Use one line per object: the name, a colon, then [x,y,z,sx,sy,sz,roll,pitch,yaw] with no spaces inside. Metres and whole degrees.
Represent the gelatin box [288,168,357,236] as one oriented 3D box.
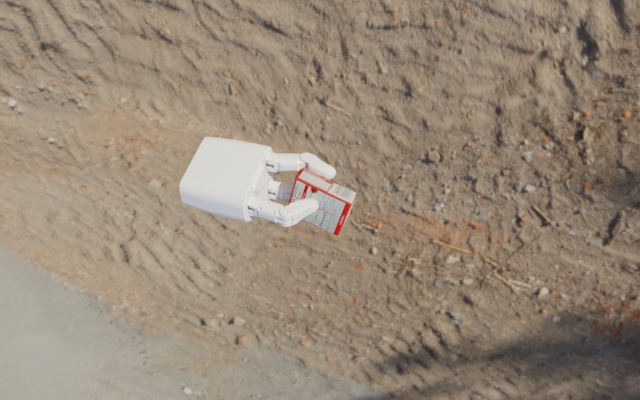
gelatin box: [0.000,0.003,0.694,0.089,0.073,0.030,26,45,7]
